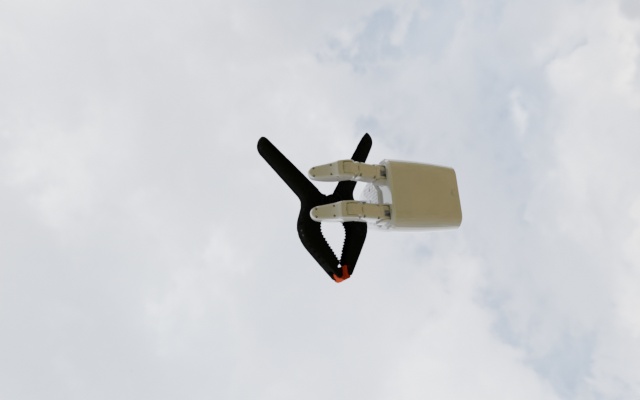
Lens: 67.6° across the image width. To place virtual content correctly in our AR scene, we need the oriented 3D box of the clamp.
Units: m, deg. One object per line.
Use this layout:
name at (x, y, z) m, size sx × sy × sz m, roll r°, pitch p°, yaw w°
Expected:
clamp at (0.000, 0.003, 0.628) m, size 0.164 × 0.210 × 0.036 m, roll 1°, pitch -19°, yaw -16°
